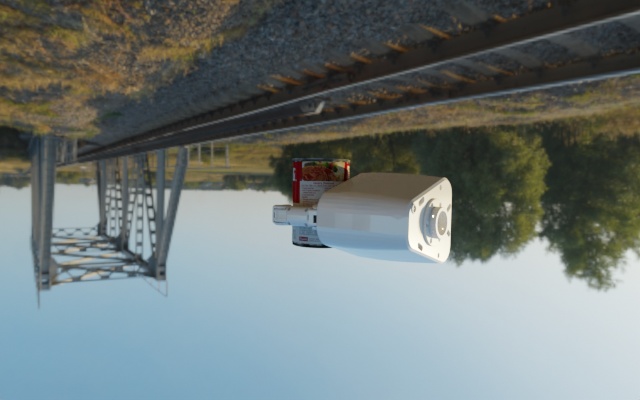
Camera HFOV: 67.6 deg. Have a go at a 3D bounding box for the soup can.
[{"bbox_3d":[0.000,0.002,0.568,0.068,0.102,0.068,1,3,0],"label":"soup can"}]
